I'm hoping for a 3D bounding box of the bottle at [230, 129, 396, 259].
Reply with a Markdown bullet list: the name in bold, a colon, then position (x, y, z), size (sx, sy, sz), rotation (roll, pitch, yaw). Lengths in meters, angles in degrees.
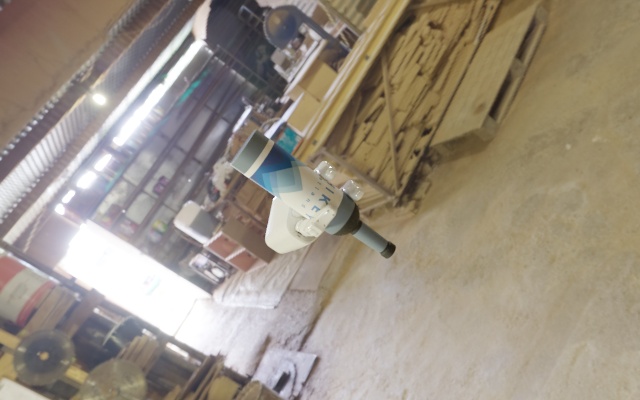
- **bottle**: position (0.000, 0.002, 0.750), size (0.296, 0.069, 0.069), rotation (35, -10, -15)
